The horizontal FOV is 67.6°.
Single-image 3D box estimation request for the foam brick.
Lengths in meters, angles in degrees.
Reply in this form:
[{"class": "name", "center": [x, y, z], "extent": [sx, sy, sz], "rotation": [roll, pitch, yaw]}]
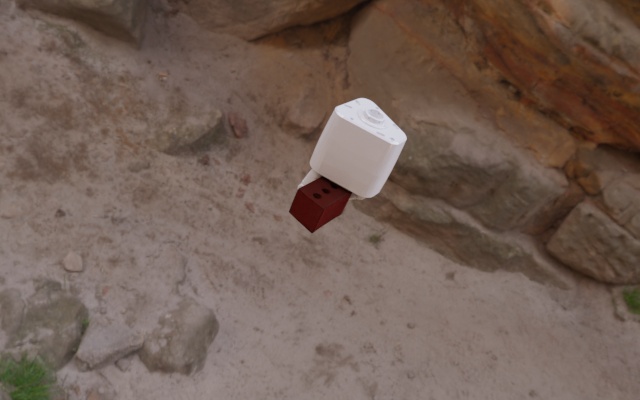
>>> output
[{"class": "foam brick", "center": [0.000, 0.003, 0.726], "extent": [0.053, 0.051, 0.078], "rotation": [40, 41, 17]}]
